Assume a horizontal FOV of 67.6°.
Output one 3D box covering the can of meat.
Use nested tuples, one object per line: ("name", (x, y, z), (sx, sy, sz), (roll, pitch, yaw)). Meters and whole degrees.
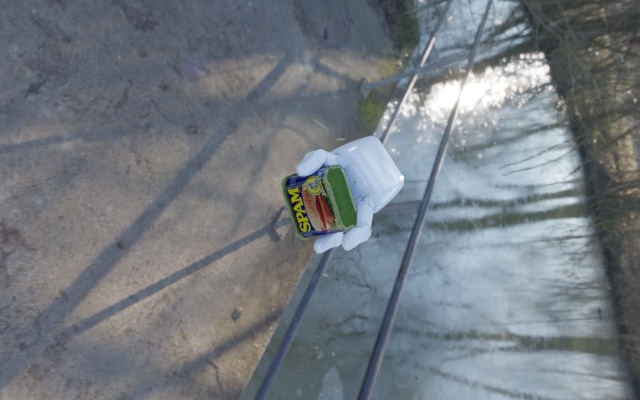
("can of meat", (0.000, 0.002, 0.707), (0.084, 0.102, 0.057), (-12, 10, 36))
